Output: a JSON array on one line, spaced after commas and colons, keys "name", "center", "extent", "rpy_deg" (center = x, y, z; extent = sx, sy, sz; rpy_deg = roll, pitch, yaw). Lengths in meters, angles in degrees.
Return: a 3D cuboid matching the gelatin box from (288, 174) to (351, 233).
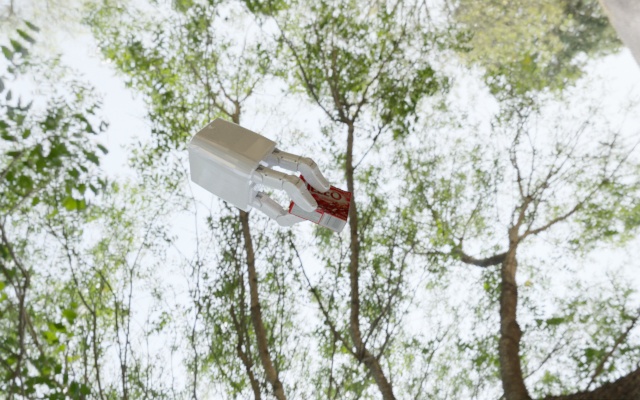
[{"name": "gelatin box", "center": [0.000, 0.003, 0.732], "extent": [0.089, 0.030, 0.073], "rpy_deg": [22, 37, -7]}]
